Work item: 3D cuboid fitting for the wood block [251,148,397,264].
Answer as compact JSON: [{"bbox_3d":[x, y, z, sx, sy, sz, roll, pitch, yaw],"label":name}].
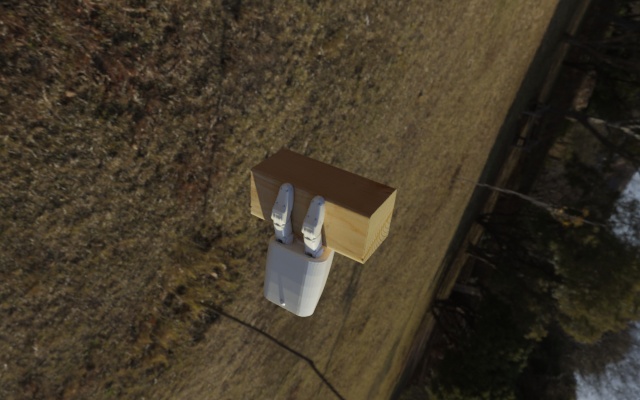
[{"bbox_3d":[0.000,0.003,0.741,0.206,0.090,0.090,22,37,24],"label":"wood block"}]
